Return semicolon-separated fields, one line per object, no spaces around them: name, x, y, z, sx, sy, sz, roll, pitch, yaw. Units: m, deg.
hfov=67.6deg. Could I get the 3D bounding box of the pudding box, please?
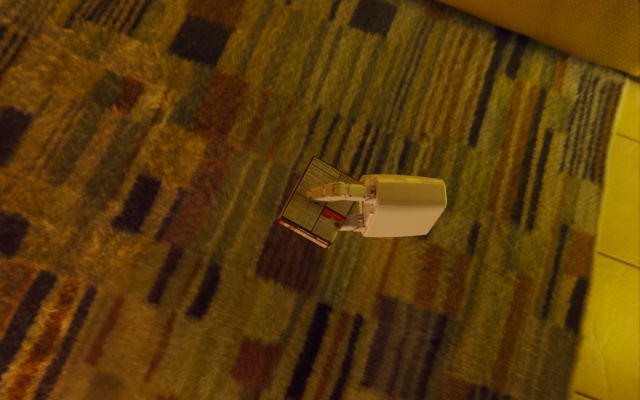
pudding box;0.000;0.002;0.718;0.090;0.113;0.039;29;-19;-3
